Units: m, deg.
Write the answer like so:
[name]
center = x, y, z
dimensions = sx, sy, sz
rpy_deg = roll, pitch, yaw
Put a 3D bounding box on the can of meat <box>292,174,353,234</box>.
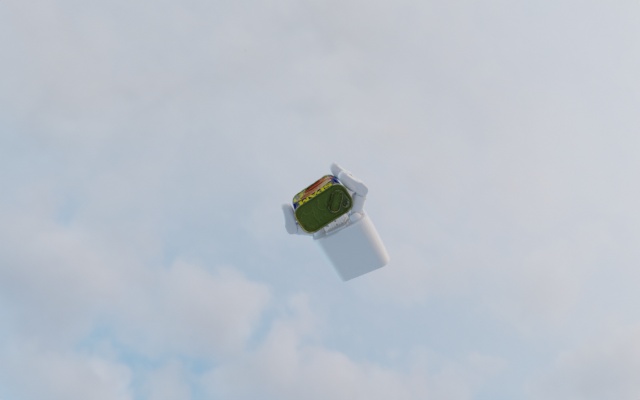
[can of meat]
center = 0.000, 0.003, 0.856
dimensions = 0.102, 0.057, 0.084
rpy_deg = -33, 19, 2
